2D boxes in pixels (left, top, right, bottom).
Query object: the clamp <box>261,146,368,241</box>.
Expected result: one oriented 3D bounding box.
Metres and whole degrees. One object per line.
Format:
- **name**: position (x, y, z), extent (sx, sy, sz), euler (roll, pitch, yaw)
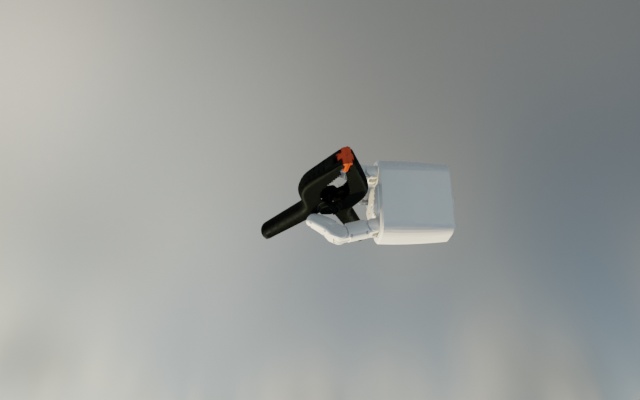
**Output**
- **clamp**: position (0.000, 0.003, 0.665), extent (0.164, 0.036, 0.210), euler (-2, -33, -9)
